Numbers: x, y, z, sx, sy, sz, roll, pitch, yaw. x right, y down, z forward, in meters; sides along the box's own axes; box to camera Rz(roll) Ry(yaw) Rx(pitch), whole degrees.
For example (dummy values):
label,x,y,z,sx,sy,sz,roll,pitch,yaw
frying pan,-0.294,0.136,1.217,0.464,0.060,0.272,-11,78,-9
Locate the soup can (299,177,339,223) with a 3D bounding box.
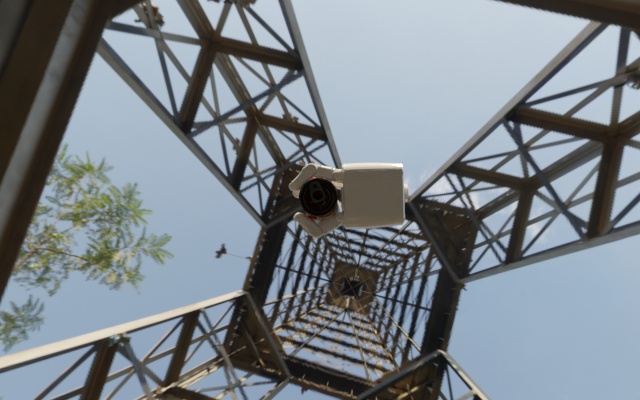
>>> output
label,x,y,z,sx,sy,sz,roll,pitch,yaw
soup can,0.000,0.003,0.861,0.068,0.068,0.102,0,-11,4
